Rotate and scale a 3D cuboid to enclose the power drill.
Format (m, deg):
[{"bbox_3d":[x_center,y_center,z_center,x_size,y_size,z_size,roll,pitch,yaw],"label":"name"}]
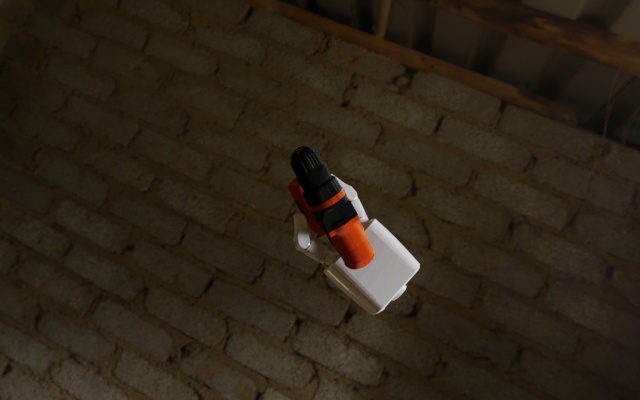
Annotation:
[{"bbox_3d":[0.000,0.002,0.704,0.057,0.184,0.187,-29,12,-6],"label":"power drill"}]
